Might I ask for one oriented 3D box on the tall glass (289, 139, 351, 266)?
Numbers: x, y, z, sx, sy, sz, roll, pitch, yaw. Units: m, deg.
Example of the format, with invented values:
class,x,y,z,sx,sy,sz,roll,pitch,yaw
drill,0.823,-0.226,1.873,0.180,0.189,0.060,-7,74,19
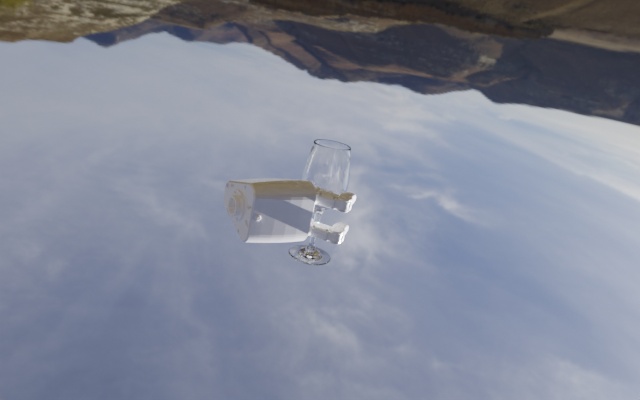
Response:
class,x,y,z,sx,sy,sz,roll,pitch,yaw
tall glass,0.000,0.003,0.798,0.079,0.201,0.079,11,18,-4
